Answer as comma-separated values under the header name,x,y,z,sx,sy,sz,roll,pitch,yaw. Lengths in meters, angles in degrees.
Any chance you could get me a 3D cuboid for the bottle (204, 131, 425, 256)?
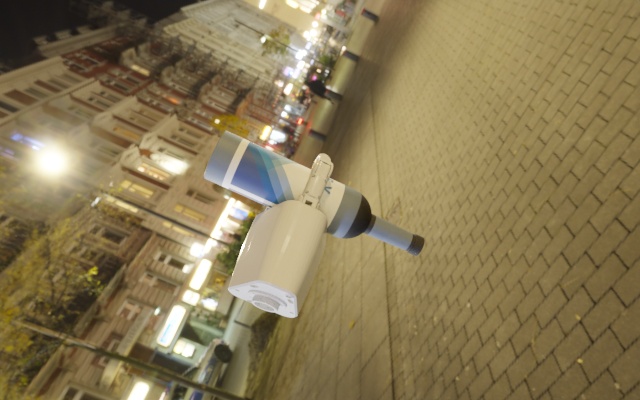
name,x,y,z,sx,sy,sz,roll,pitch,yaw
bottle,0.000,0.002,0.621,0.296,0.069,0.069,24,-4,-8
